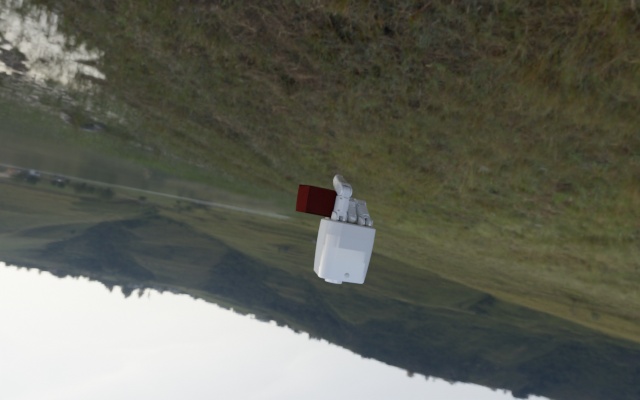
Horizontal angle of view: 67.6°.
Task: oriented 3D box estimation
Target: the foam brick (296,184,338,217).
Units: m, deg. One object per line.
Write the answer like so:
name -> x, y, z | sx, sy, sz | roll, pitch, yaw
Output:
foam brick -> 0.000, 0.003, 0.889 | 0.078, 0.051, 0.053 | 12, -1, -24
